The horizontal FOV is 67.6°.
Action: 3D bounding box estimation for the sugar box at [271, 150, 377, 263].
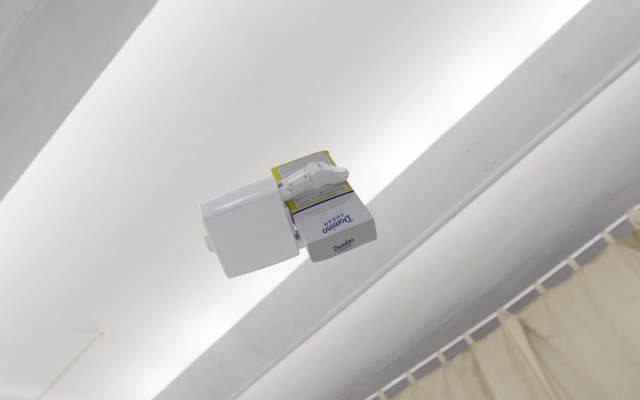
[{"bbox_3d":[0.000,0.003,0.663,0.093,0.048,0.176,-20,44,-8],"label":"sugar box"}]
